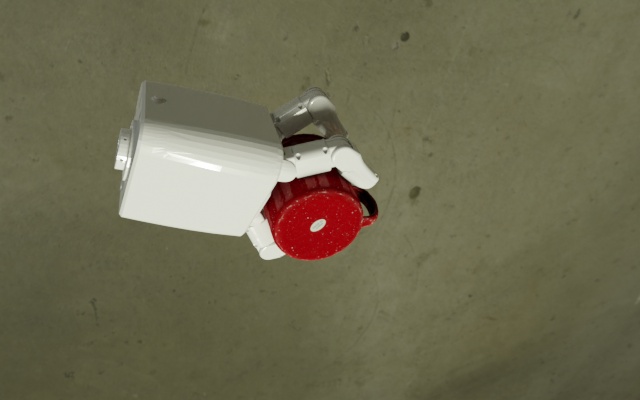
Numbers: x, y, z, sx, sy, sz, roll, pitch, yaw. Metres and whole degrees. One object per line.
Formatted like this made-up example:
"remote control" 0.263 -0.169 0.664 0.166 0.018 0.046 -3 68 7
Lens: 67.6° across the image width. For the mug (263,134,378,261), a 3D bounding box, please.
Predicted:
"mug" 0.001 0.002 0.439 0.117 0.093 0.081 10 34 -25
